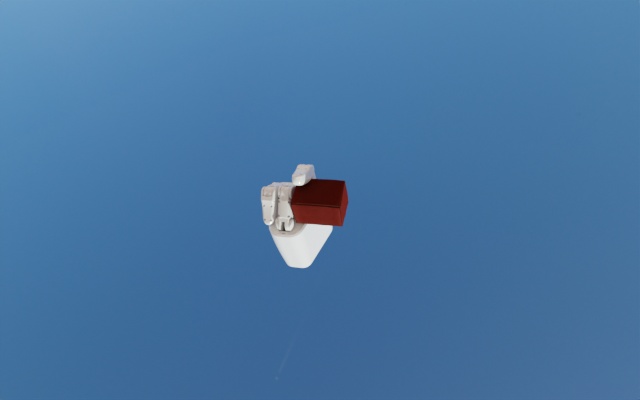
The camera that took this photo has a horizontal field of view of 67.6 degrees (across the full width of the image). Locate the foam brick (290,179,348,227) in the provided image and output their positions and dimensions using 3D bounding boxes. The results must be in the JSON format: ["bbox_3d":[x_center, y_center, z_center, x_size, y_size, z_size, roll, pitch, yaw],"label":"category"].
[{"bbox_3d":[0.000,0.002,0.736,0.078,0.053,0.051,4,-38,15],"label":"foam brick"}]
